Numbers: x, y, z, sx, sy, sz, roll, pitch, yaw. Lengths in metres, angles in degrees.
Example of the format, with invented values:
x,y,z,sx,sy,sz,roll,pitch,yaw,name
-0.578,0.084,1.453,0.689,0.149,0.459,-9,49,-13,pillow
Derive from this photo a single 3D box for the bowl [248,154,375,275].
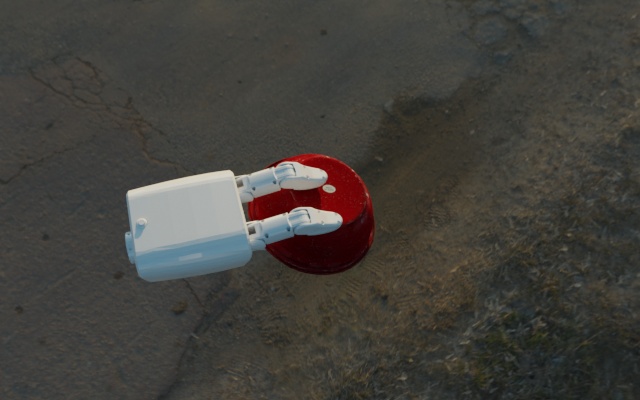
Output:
x,y,z,sx,sy,sz,roll,pitch,yaw,name
0.001,0.001,0.555,0.162,0.162,0.055,0,-30,-23,bowl
